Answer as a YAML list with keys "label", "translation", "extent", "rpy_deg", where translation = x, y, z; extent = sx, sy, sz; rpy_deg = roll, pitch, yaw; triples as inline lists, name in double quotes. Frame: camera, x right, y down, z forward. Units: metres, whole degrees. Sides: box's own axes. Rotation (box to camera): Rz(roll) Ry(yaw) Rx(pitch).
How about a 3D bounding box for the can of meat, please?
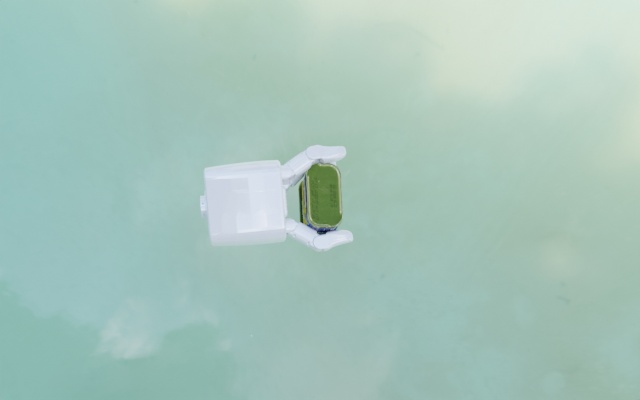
- label: "can of meat"
  translation: [0.000, 0.002, 0.716]
  extent: [0.057, 0.102, 0.084]
  rpy_deg: [-1, -15, -8]
